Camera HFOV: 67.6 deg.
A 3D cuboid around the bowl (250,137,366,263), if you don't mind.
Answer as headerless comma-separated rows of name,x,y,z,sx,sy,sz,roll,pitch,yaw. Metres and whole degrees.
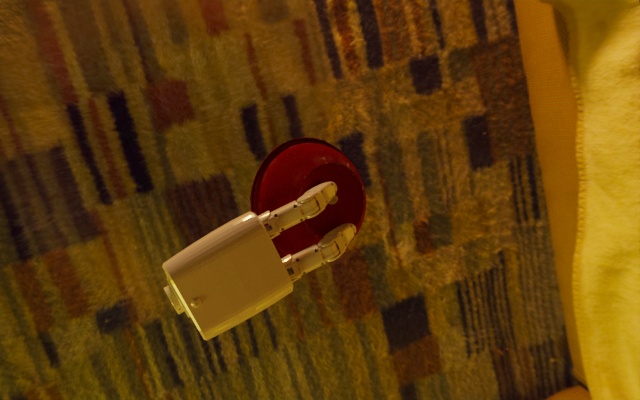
bowl,0.001,0.001,0.576,0.162,0.162,0.055,0,0,-32
